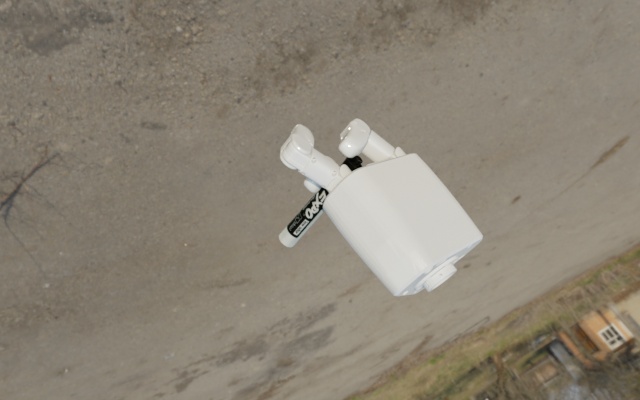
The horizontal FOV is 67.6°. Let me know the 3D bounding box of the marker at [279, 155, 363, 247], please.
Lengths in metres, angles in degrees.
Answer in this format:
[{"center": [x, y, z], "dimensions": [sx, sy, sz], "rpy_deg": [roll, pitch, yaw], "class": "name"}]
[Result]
[{"center": [0.000, 0.001, 0.465], "dimensions": [0.020, 0.020, 0.121], "rpy_deg": [0, -42, -52], "class": "marker"}]
